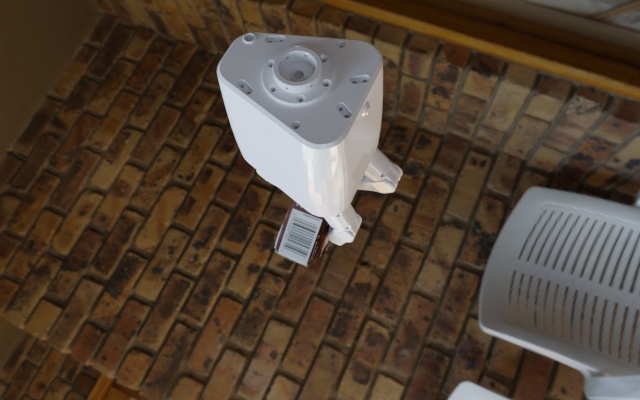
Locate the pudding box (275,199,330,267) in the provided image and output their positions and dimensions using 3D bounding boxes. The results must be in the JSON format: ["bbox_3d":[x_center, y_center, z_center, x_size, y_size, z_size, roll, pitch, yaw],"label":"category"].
[{"bbox_3d":[0.000,0.001,0.475,0.039,0.113,0.090,23,7,11],"label":"pudding box"}]
